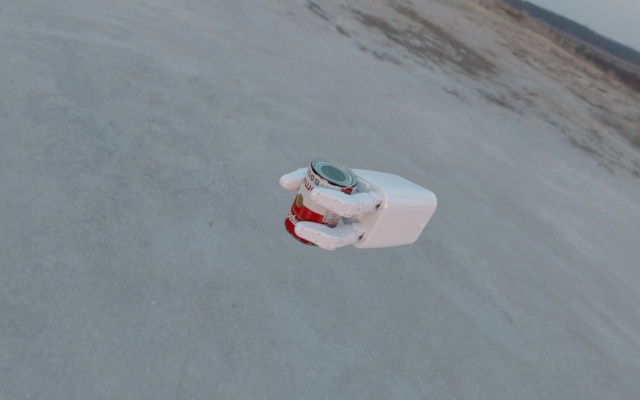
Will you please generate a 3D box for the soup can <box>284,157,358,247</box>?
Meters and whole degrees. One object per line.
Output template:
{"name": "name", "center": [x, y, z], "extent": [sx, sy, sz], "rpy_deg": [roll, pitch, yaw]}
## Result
{"name": "soup can", "center": [0.000, 0.002, 0.643], "extent": [0.068, 0.102, 0.068], "rpy_deg": [19, 30, -11]}
